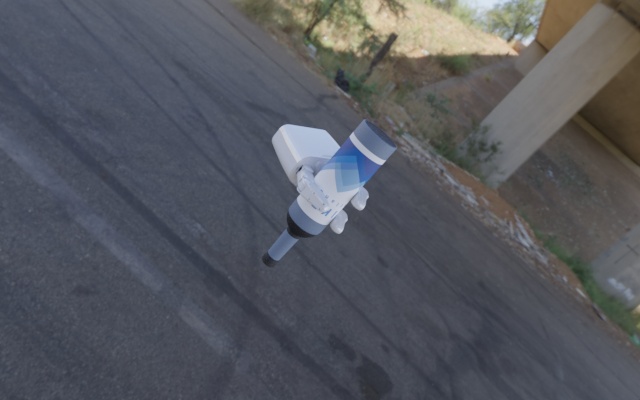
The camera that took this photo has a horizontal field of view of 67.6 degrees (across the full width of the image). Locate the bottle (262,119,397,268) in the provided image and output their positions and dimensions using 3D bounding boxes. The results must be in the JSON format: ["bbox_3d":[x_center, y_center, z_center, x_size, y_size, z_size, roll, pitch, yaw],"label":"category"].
[{"bbox_3d":[0.000,0.002,0.774,0.069,0.296,0.069,35,21,-16],"label":"bottle"}]
